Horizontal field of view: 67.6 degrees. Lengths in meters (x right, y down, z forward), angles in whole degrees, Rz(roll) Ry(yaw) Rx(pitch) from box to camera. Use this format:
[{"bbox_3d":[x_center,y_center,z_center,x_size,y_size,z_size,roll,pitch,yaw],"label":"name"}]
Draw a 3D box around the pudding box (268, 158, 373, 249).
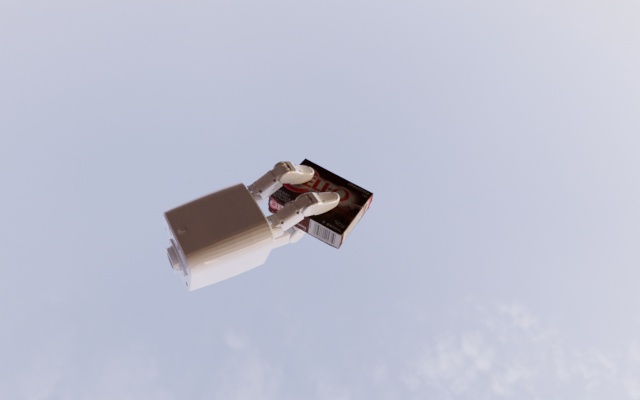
[{"bbox_3d":[0.000,0.002,0.639,0.113,0.039,0.090,29,52,13],"label":"pudding box"}]
